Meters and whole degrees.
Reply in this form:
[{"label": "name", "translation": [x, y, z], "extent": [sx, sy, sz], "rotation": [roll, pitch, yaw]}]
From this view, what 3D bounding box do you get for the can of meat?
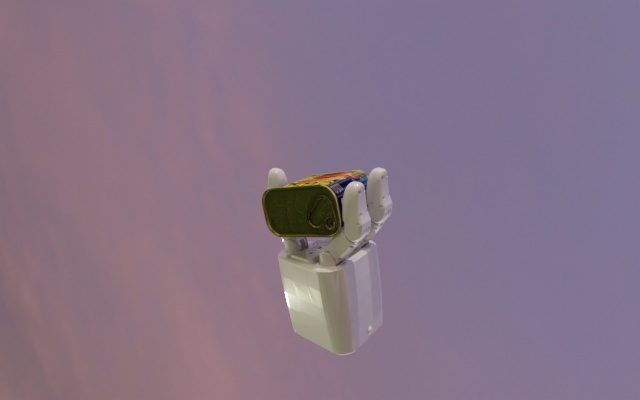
[{"label": "can of meat", "translation": [0.000, 0.002, 0.543], "extent": [0.102, 0.057, 0.084], "rotation": [-3, 13, 36]}]
